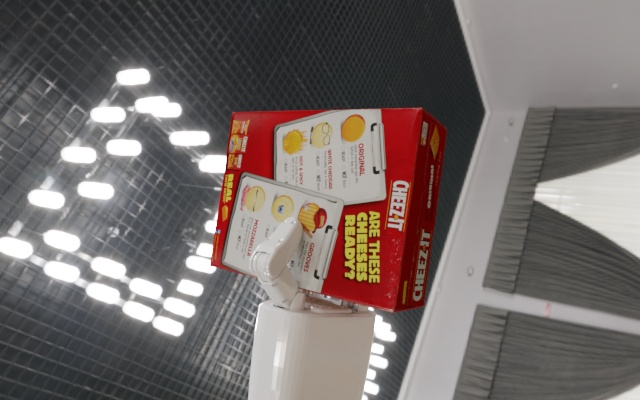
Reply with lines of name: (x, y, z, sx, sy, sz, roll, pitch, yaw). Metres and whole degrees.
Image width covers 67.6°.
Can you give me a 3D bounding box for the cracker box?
cracker box: (0.000, 0.001, 0.456, 0.213, 0.164, 0.072, 6, -3, 35)
